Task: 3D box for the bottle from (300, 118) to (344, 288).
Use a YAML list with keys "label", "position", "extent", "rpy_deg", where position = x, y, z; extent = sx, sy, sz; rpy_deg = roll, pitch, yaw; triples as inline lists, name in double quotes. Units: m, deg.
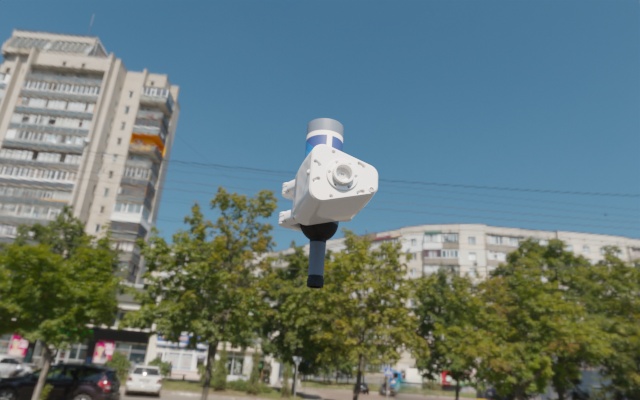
- label: "bottle"
  position: [0.000, 0.002, 0.823]
  extent: [0.069, 0.295, 0.069]
  rpy_deg: [3, -21, 1]
